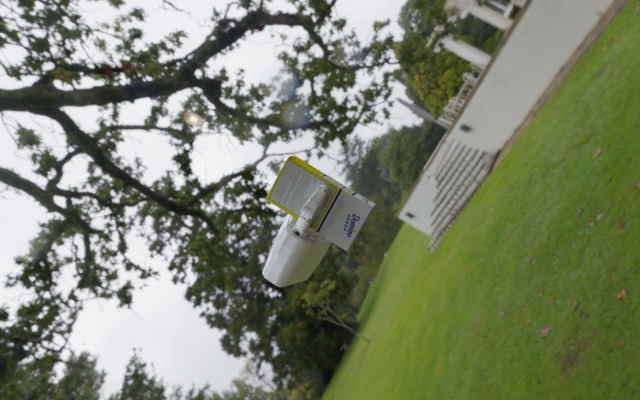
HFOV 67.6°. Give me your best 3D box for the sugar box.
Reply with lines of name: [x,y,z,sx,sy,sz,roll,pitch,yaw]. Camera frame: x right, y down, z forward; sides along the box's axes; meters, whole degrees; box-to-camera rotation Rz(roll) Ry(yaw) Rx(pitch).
sugar box: [0.000,0.003,0.845,0.176,0.093,0.048,32,16,8]
